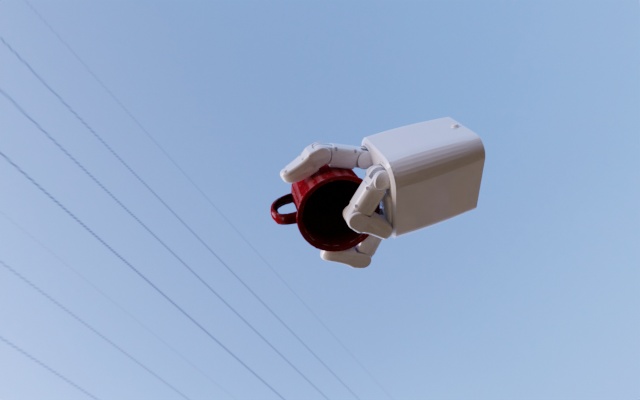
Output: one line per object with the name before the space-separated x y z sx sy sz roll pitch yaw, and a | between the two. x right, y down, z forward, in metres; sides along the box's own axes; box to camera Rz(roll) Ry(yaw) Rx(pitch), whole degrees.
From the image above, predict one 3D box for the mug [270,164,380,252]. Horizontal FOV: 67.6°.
mug | -0.001 0.002 0.549 0.117 0.093 0.081 -15 28 -7
